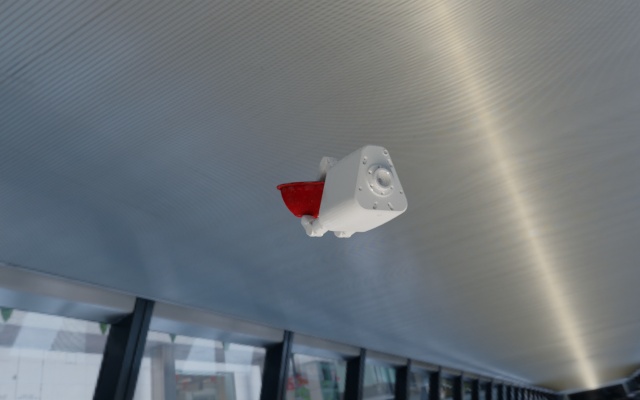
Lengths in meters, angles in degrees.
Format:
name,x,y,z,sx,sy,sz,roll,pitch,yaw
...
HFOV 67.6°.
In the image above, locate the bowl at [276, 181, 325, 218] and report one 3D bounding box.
name,x,y,z,sx,sy,sz,roll,pitch,yaw
bowl,0.000,0.003,0.869,0.162,0.055,0.162,1,-6,0
